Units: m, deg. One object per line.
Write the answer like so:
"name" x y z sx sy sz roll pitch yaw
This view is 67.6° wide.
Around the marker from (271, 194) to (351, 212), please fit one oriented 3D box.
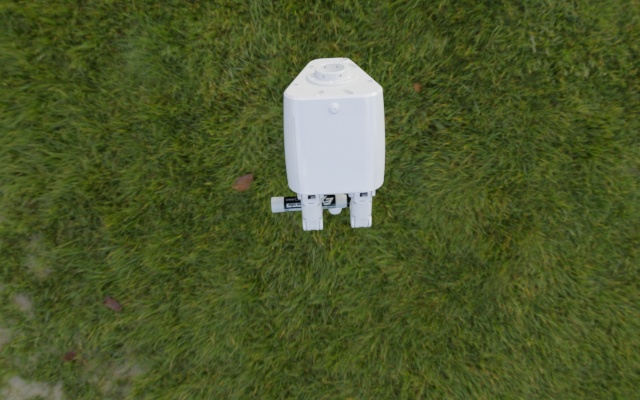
"marker" 0.000 0.002 0.592 0.121 0.020 0.020 -3 0 0
